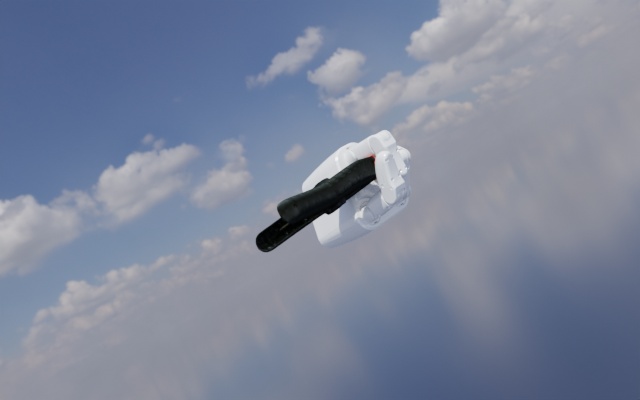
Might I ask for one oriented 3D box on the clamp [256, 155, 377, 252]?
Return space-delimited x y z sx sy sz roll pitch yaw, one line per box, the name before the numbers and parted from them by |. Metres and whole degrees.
clamp | 0.000 0.001 0.540 0.171 0.039 0.120 -28 -5 -36
